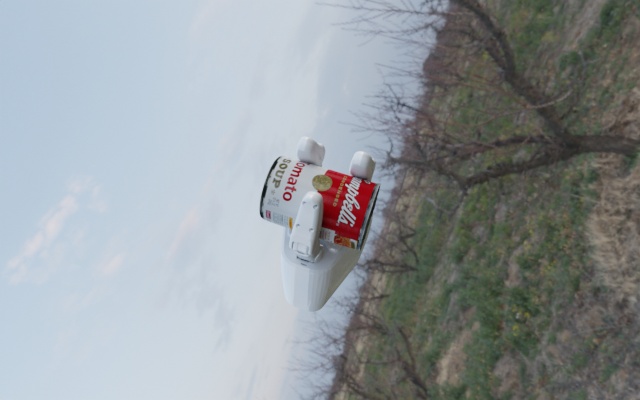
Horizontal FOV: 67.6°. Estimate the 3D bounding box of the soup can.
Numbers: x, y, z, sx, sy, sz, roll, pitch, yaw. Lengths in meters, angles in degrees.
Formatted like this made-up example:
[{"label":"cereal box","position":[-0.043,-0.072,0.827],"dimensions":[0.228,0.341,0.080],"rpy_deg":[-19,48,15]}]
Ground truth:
[{"label":"soup can","position":[0.000,0.001,0.465],"dimensions":[0.102,0.068,0.068],"rpy_deg":[17,3,9]}]
